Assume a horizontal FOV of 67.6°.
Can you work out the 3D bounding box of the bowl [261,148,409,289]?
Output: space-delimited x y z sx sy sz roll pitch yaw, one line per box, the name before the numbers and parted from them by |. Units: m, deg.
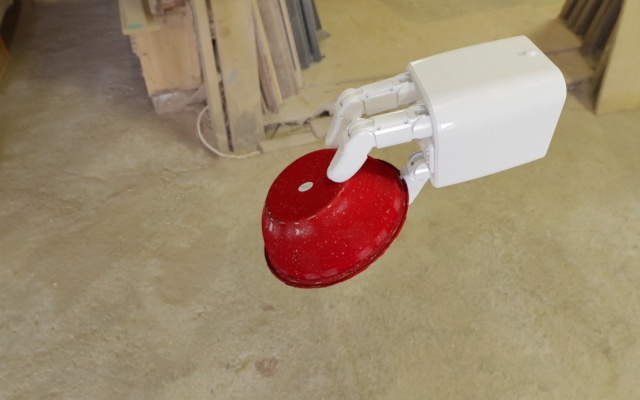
bowl | -0.001 0.002 0.459 0.162 0.162 0.055 0 -38 38
